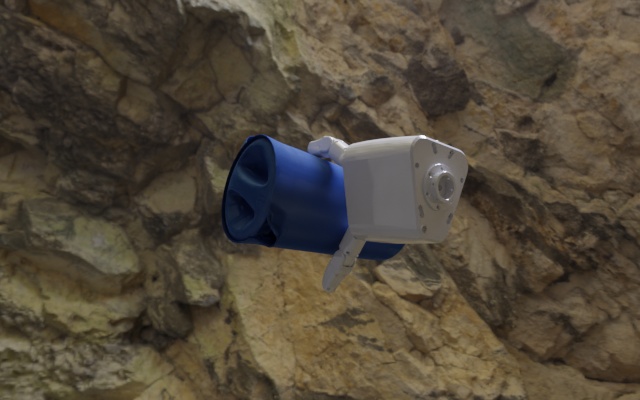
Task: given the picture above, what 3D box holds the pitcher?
[{"bbox_3d":[0.000,0.002,0.639,0.243,0.149,0.145,15,-9,-34],"label":"pitcher"}]
